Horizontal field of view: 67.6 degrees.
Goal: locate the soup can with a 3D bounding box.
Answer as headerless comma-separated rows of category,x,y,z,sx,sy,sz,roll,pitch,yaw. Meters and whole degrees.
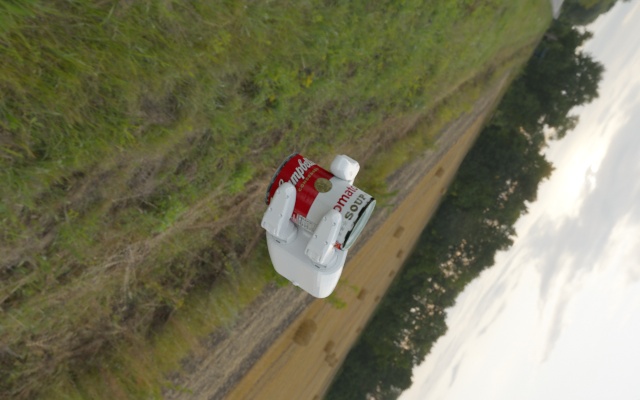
soup can,0.000,0.002,0.520,0.102,0.068,0.068,31,8,13
